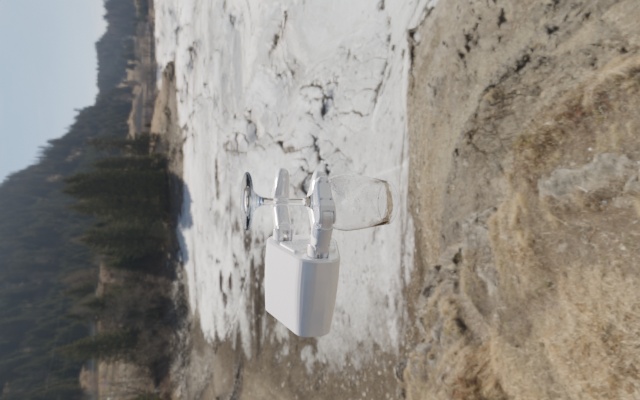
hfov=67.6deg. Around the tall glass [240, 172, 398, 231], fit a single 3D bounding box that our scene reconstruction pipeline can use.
[{"bbox_3d":[-0.001,0.002,0.633,0.201,0.079,0.079,0,0,-20],"label":"tall glass"}]
